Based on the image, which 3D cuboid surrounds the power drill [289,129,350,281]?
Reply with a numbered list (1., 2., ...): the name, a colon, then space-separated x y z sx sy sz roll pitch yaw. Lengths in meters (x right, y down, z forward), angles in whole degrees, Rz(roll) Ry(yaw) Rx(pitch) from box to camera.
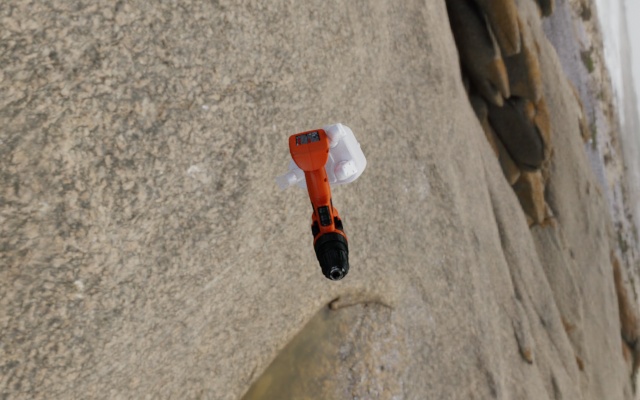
1. power drill: 0.000 0.002 0.699 0.057 0.188 0.184 -12 26 -2
